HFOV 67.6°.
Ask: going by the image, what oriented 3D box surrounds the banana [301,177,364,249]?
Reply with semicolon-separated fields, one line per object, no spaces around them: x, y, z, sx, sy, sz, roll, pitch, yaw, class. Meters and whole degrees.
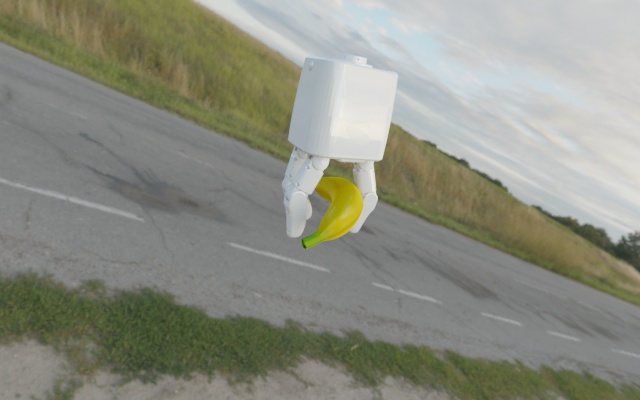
0.018;0.001;0.589;0.069;0.037;0.197;-6;18;6;banana
